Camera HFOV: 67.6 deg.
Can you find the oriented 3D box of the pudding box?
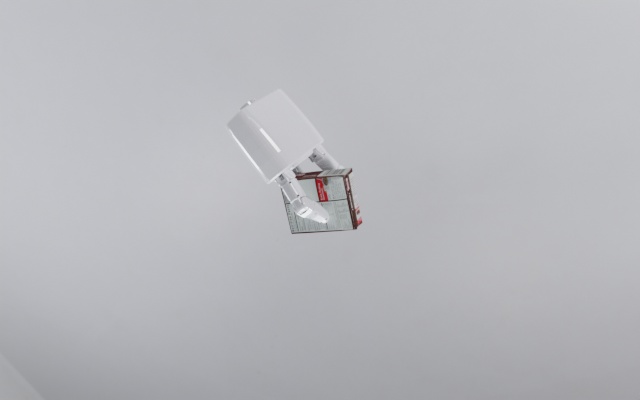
[{"bbox_3d":[0.000,0.002,0.731,0.113,0.090,0.039,-4,18,26],"label":"pudding box"}]
